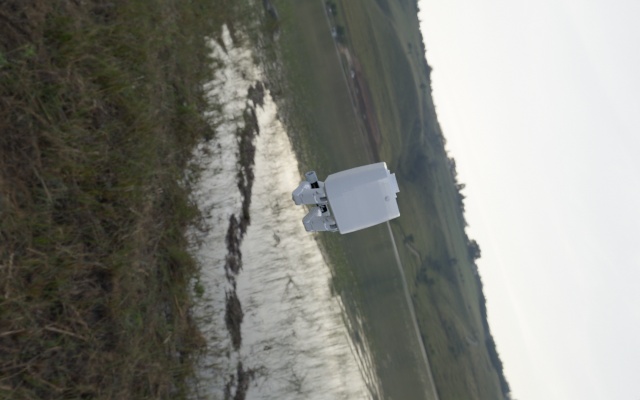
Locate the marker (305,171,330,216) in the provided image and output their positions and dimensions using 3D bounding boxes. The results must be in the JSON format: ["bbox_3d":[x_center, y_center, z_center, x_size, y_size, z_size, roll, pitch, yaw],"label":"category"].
[{"bbox_3d":[0.000,0.003,0.870,0.020,0.121,0.020,-16,27,8],"label":"marker"}]
